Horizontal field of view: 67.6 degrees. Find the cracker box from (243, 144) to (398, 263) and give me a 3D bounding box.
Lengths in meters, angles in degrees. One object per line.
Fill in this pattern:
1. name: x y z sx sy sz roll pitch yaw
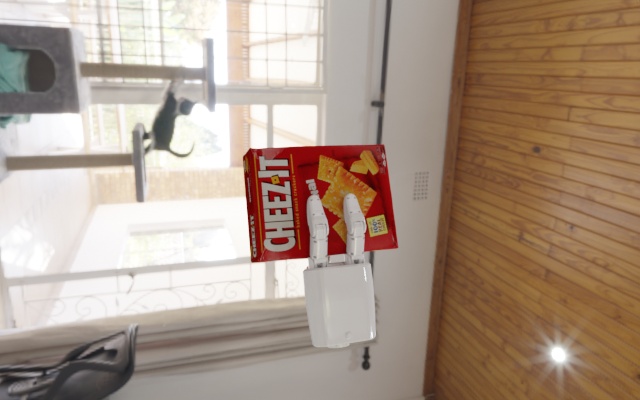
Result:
1. cracker box: 0.000 0.002 0.714 0.213 0.164 0.072 -3 -7 -18
